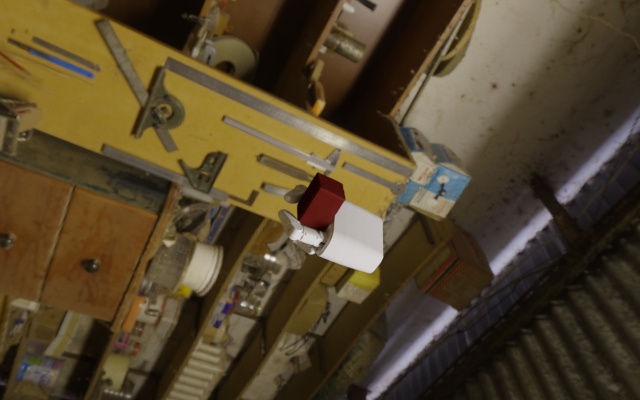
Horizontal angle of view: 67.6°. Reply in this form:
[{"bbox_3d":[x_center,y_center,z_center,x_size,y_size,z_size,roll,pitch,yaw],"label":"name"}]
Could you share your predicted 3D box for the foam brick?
[{"bbox_3d":[0.000,0.002,0.802,0.051,0.078,0.053,24,28,-17],"label":"foam brick"}]
